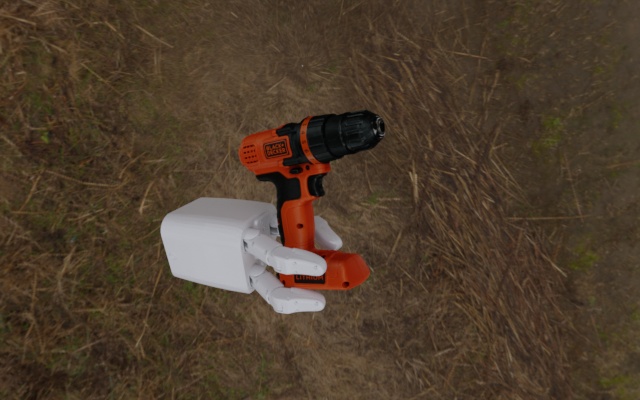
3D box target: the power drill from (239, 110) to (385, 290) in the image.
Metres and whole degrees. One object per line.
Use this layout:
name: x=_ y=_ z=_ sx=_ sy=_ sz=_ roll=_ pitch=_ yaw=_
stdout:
power drill: x=0.000 y=0.002 z=0.528 sx=0.184 sy=0.187 sz=0.057 roll=-6 pitch=8 yaw=38
